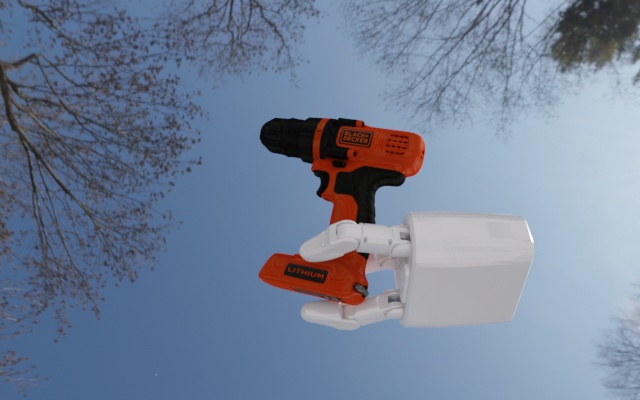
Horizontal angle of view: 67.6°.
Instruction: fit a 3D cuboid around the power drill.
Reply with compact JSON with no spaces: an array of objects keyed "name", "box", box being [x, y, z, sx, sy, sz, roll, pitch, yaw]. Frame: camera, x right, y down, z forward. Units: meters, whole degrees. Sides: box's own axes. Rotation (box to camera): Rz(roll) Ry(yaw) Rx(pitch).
[{"name":"power drill","box":[0.000,0.002,0.492,0.184,0.187,0.057,10,-15,22]}]
